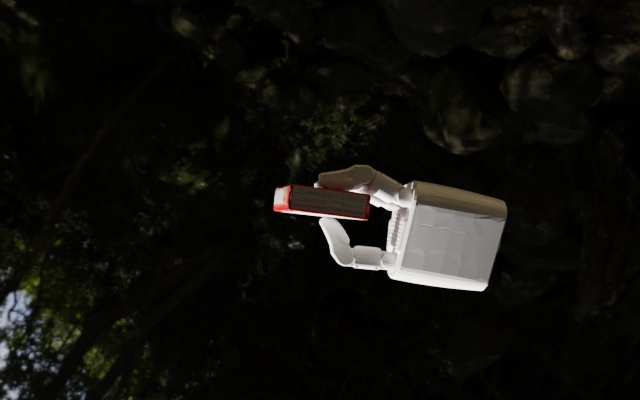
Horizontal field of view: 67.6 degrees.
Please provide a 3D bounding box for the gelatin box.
[{"bbox_3d":[0.000,0.002,0.519,0.089,0.030,0.073,7,-3,-17],"label":"gelatin box"}]
